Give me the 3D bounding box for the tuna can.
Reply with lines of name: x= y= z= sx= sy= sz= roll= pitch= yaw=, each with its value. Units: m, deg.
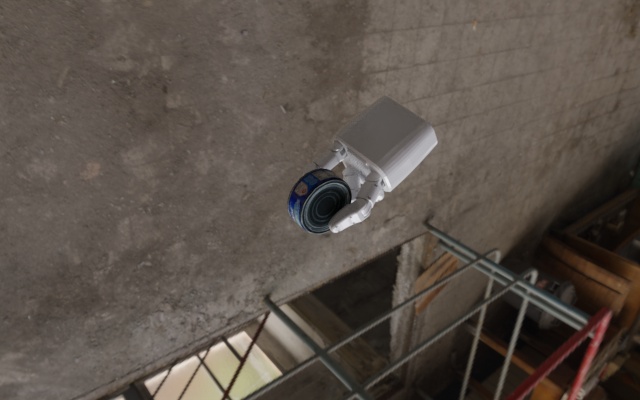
tuna can: x=0.000 y=0.002 z=0.643 sx=0.086 sy=0.086 sz=0.033 roll=0 pitch=28 yaw=-39
